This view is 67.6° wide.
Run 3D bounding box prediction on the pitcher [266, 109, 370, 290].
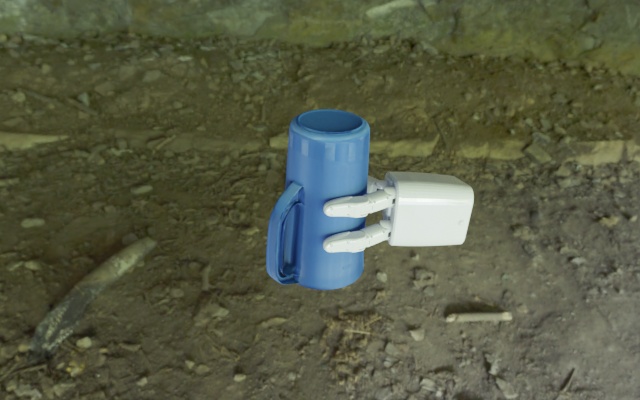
[{"bbox_3d":[0.000,0.002,0.686,0.145,0.243,0.149,2,30,-1],"label":"pitcher"}]
